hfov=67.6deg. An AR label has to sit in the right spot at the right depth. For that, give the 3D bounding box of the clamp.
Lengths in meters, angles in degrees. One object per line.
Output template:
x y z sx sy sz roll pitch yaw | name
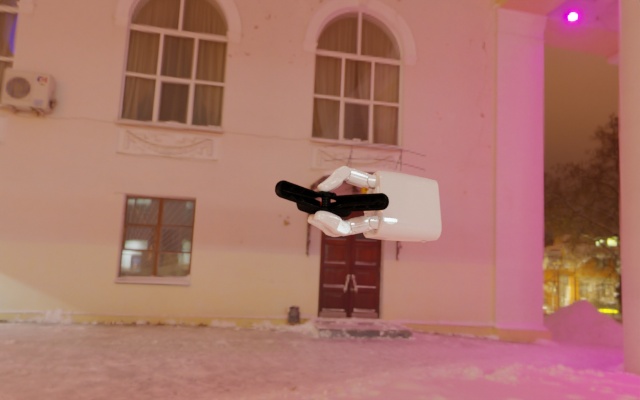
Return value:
0.000 0.002 0.766 0.164 0.036 0.210 9 -9 -11 | clamp
